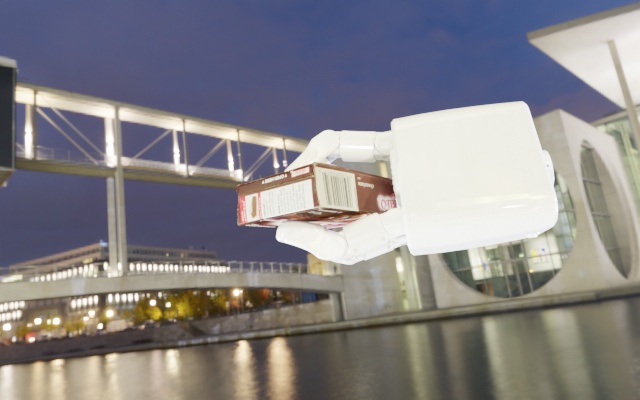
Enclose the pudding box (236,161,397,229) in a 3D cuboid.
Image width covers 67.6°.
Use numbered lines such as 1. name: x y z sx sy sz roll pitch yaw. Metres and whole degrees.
1. pudding box: 0.000 0.001 0.406 0.090 0.039 0.113 -14 -16 39
